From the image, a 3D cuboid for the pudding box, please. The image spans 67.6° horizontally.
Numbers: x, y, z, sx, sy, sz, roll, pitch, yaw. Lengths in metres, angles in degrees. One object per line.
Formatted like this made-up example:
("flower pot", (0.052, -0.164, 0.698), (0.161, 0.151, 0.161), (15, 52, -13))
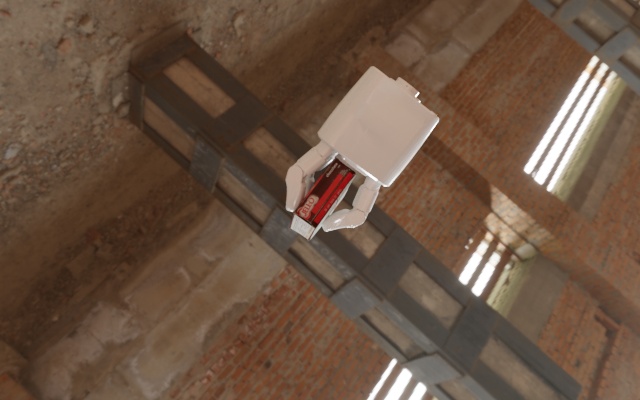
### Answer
("pudding box", (0.000, 0.002, 0.630), (0.039, 0.090, 0.113), (37, -14, 5))
